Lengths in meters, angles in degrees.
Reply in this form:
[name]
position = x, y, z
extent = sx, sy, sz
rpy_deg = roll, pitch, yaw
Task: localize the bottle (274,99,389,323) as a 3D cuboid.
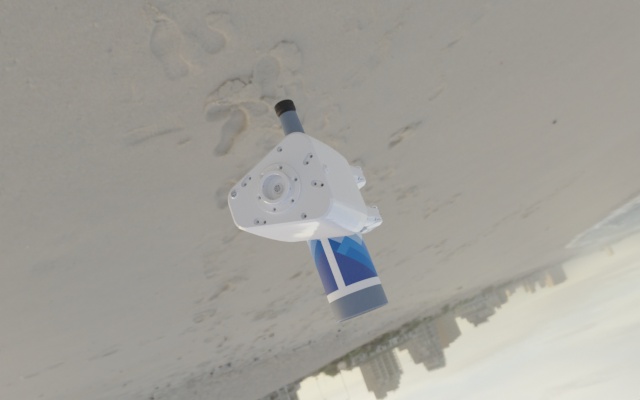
[bottle]
position = 0.000, 0.002, 0.608
extent = 0.069, 0.295, 0.069
rpy_deg = -19, -16, -6
